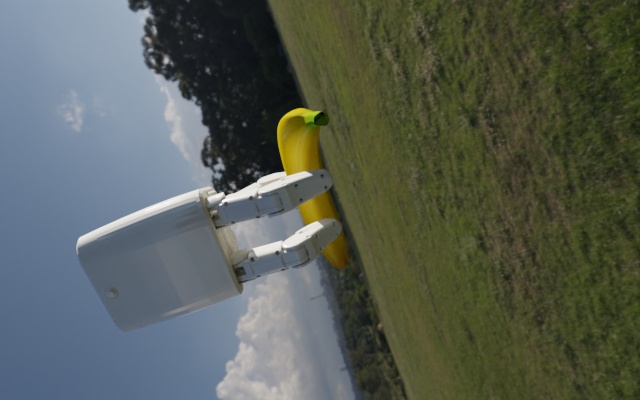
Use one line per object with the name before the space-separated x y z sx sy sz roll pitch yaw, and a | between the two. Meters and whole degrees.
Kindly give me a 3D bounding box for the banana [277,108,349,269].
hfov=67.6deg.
banana | -0.007 -0.013 0.442 0.037 0.198 0.069 -22 48 -8
